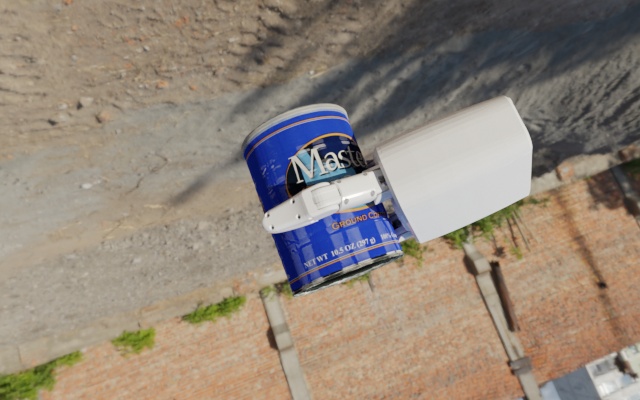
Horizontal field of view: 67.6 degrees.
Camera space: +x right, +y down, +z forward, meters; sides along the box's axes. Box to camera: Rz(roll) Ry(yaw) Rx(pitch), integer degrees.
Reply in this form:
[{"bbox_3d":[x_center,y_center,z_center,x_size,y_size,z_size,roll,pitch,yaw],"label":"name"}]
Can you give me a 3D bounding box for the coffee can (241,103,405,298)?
[{"bbox_3d":[0.000,0.001,0.423,0.103,0.140,0.103,-20,-13,-5],"label":"coffee can"}]
